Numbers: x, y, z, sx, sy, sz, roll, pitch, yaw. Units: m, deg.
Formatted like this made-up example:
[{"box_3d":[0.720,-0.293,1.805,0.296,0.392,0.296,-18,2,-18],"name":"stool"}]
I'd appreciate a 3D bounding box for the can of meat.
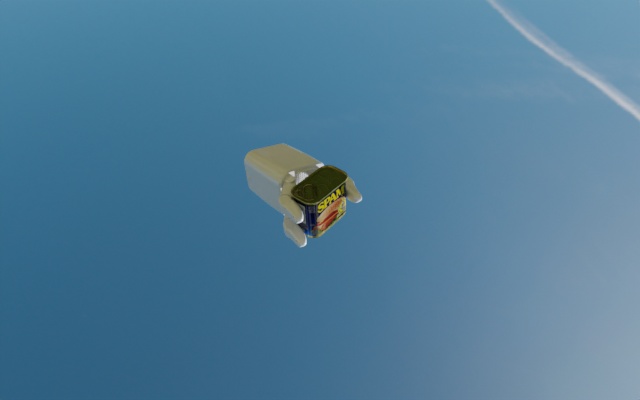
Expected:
[{"box_3d":[0.000,0.003,0.815,0.057,0.084,0.102,28,50,30],"name":"can of meat"}]
